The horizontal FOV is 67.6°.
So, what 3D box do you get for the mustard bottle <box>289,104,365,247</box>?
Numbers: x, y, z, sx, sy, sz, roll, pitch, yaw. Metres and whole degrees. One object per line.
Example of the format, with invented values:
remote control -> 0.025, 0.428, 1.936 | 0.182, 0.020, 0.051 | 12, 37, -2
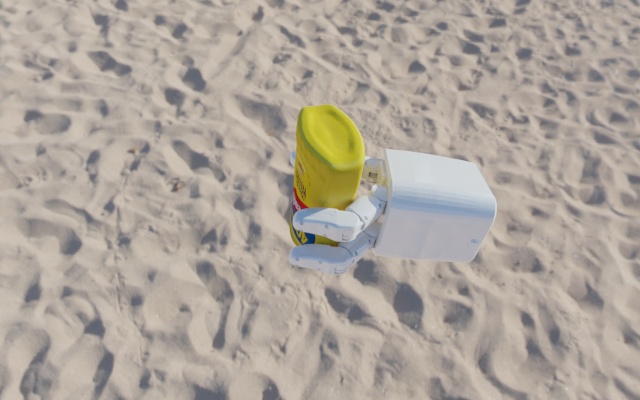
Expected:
mustard bottle -> 0.000, 0.001, 0.505 | 0.058, 0.096, 0.192 | -11, -41, -17
